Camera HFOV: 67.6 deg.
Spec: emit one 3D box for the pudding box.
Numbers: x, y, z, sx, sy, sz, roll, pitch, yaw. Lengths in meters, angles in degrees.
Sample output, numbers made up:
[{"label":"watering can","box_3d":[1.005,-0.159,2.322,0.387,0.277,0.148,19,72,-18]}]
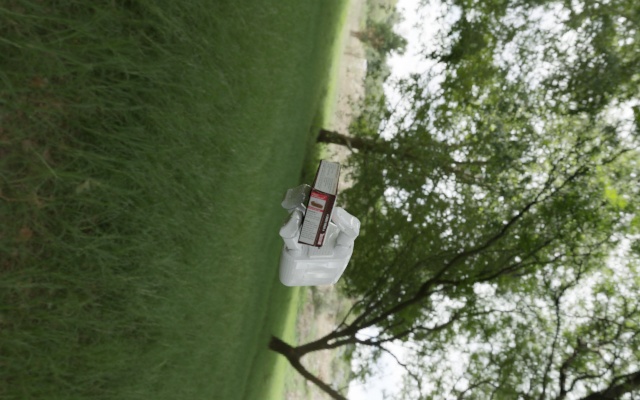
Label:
[{"label":"pudding box","box_3d":[0.000,0.002,0.696,0.039,0.090,0.113,13,26,-2]}]
